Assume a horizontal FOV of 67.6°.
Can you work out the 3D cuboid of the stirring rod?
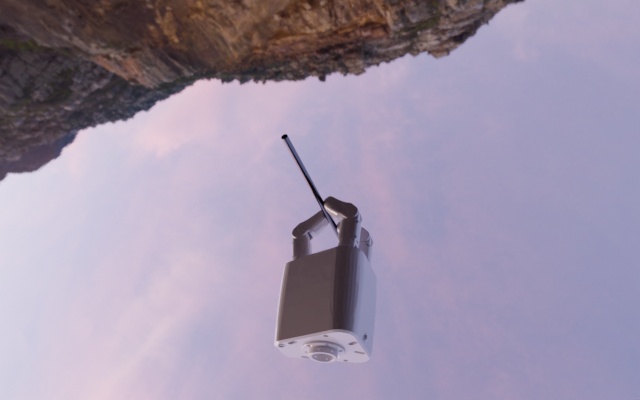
[{"bbox_3d":[0.000,0.002,0.619,0.011,0.011,0.240,0,-37,25],"label":"stirring rod"}]
